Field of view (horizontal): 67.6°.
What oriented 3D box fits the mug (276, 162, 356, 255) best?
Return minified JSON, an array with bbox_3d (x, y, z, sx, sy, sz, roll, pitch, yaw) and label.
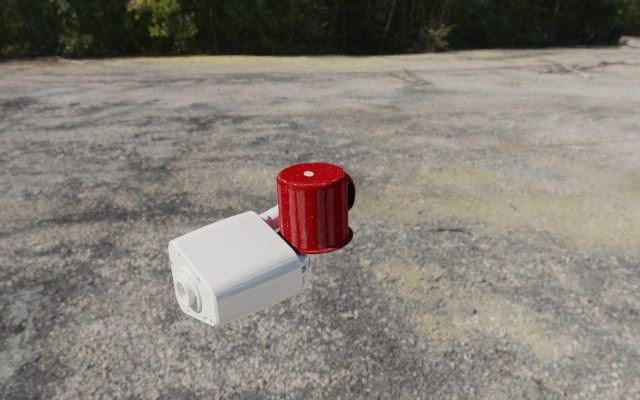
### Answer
[{"bbox_3d":[0.001,0.001,0.565,0.117,0.081,0.093,-22,29,-38],"label":"mug"}]
